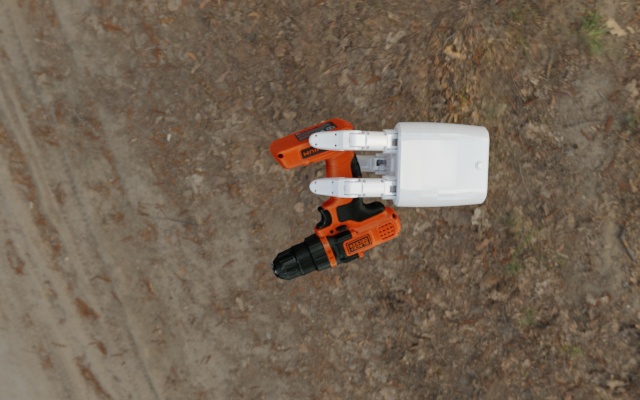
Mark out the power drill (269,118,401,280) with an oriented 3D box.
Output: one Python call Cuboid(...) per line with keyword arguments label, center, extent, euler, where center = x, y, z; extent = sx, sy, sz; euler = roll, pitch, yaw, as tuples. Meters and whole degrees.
Cuboid(label="power drill", center=(0.000, 0.002, 0.620), extent=(0.184, 0.188, 0.057), euler=(-23, 27, -7))
